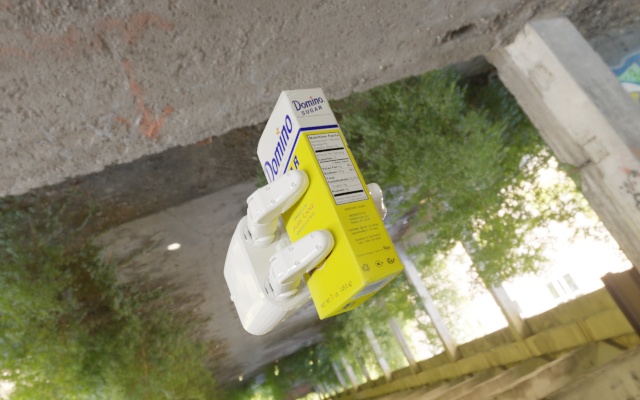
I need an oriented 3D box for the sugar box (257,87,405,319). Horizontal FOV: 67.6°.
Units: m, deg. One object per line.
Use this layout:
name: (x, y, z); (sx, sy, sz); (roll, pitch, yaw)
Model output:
sugar box: (0.000, 0.002, 0.408); (0.048, 0.176, 0.093); (-13, -23, -30)
